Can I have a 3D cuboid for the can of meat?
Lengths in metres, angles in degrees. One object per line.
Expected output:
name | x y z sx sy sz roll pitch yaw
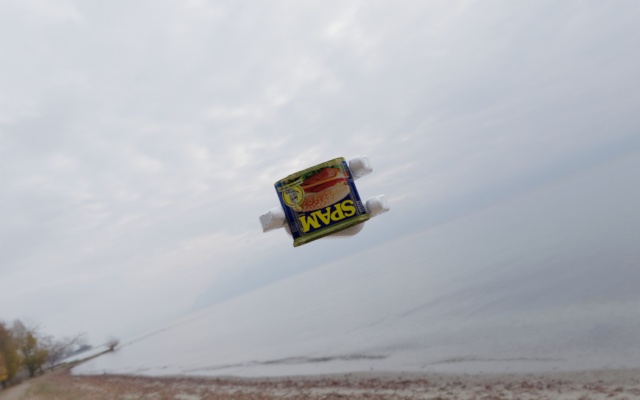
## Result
can of meat | 0.000 0.002 0.600 0.102 0.084 0.057 -20 -8 -4
